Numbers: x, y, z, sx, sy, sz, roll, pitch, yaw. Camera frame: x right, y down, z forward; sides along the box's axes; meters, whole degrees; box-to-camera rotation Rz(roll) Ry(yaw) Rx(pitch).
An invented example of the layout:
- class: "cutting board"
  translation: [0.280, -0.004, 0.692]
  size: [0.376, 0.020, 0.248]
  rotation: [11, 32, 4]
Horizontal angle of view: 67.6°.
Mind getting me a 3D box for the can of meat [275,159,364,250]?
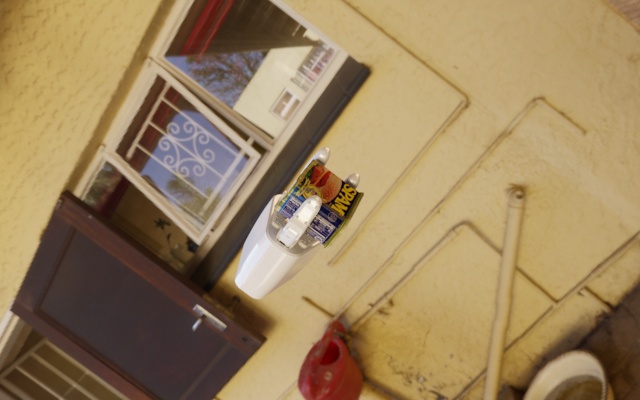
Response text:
- class: "can of meat"
  translation: [0.000, 0.002, 0.622]
  size: [0.084, 0.057, 0.102]
  rotation: [36, 34, -2]
